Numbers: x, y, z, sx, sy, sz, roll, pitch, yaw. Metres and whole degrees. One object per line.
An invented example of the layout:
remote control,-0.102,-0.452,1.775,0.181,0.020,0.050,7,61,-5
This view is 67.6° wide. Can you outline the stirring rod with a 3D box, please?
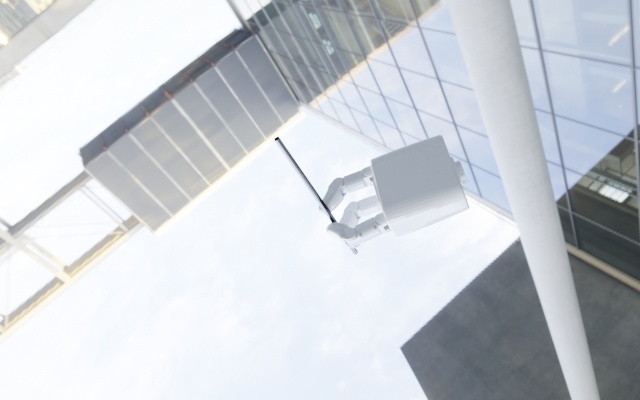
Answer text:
stirring rod,0.000,0.002,0.659,0.011,0.011,0.240,0,-40,36
